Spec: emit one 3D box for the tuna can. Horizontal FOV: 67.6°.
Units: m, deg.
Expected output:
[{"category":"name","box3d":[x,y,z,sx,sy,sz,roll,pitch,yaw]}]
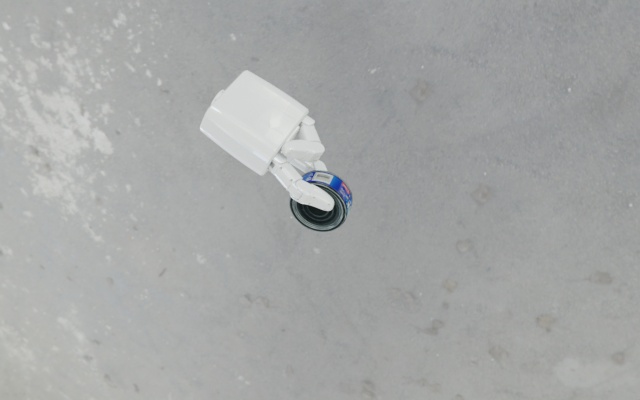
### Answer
[{"category":"tuna can","box3d":[0.000,0.003,0.671,0.086,0.086,0.033,0,34,19]}]
